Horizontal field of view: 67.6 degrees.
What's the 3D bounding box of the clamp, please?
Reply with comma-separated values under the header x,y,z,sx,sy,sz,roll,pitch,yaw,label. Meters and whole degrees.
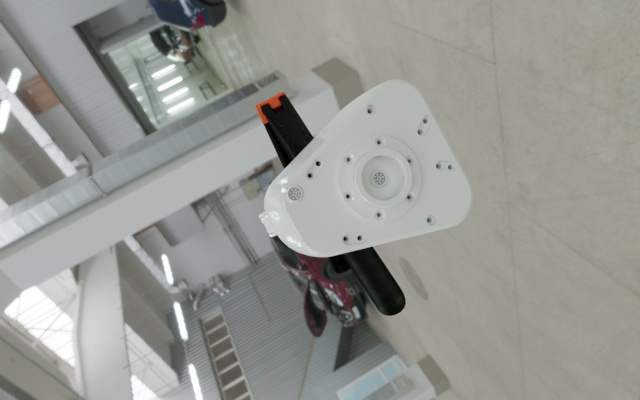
x,y,z,sx,sy,sz,roll,pitch,yaw,label
-0.001,0.001,0.453,0.036,0.210,0.164,-29,4,-10,clamp
